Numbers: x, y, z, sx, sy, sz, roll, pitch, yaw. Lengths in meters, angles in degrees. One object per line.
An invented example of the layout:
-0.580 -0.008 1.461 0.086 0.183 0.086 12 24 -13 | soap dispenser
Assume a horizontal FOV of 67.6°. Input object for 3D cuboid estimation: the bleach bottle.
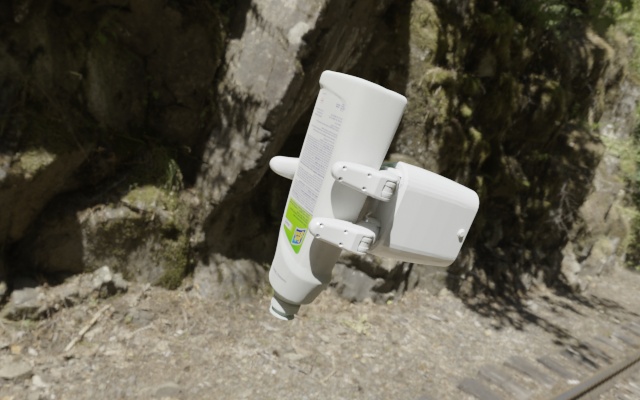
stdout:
0.000 0.002 0.487 0.068 0.251 0.102 15 13 -27 | bleach bottle
